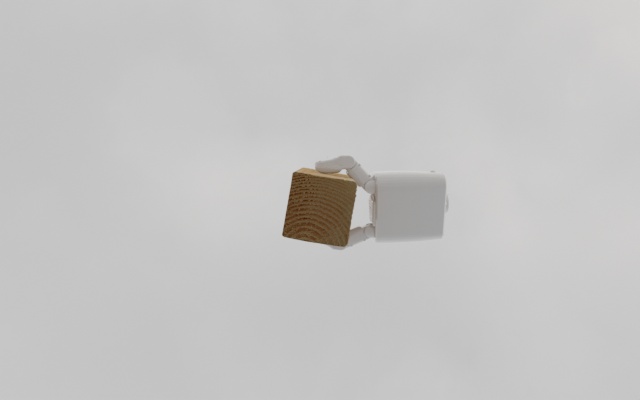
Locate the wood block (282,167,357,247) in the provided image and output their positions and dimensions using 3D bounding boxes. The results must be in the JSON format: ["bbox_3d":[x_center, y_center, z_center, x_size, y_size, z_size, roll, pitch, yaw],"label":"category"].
[{"bbox_3d":[0.000,0.003,0.730,0.090,0.091,0.206,9,5,0],"label":"wood block"}]
